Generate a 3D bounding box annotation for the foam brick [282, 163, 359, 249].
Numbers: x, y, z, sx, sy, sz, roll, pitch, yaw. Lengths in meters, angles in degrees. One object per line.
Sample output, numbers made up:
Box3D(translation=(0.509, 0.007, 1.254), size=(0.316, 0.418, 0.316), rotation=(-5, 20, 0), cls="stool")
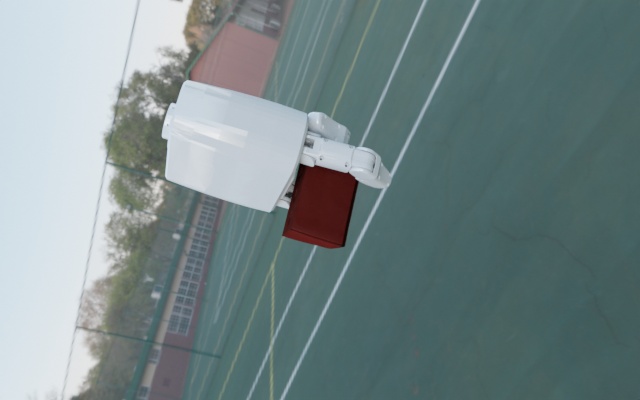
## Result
Box3D(translation=(0.000, 0.002, 0.445), size=(0.051, 0.078, 0.053), rotation=(15, -13, -11), cls="foam brick")
